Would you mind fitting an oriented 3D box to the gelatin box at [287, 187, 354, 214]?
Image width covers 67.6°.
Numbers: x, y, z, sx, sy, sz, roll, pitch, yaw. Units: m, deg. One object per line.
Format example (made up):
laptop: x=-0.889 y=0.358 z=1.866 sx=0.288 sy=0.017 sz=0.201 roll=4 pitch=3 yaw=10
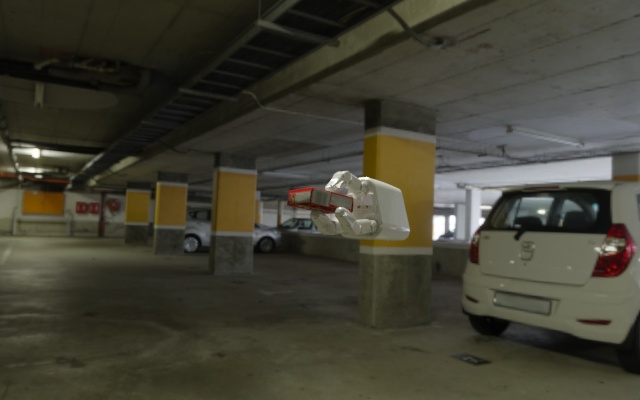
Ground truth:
gelatin box: x=0.000 y=0.002 z=0.811 sx=0.089 sy=0.030 sz=0.073 roll=14 pitch=-11 yaw=-35
